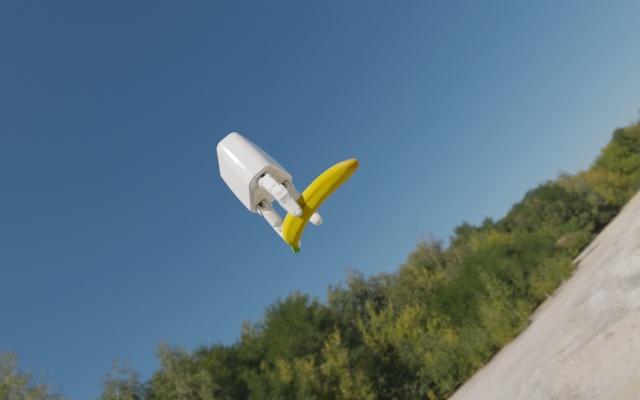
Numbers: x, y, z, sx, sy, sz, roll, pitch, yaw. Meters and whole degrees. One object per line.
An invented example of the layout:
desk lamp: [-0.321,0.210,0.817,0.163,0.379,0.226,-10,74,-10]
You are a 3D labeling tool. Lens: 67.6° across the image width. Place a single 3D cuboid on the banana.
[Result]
banana: [-0.010,0.003,0.809,0.037,0.198,0.069,42,13,25]
